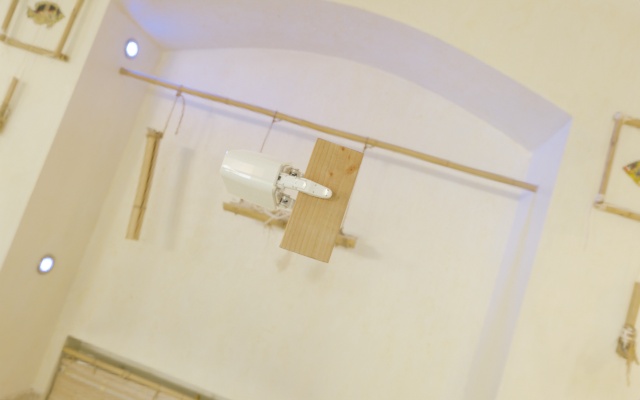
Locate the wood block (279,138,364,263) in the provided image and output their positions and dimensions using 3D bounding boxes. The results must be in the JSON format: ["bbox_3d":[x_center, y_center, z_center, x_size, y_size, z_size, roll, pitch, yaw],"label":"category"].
[{"bbox_3d":[0.000,0.003,0.879,0.090,0.206,0.091,19,-7,-4],"label":"wood block"}]
